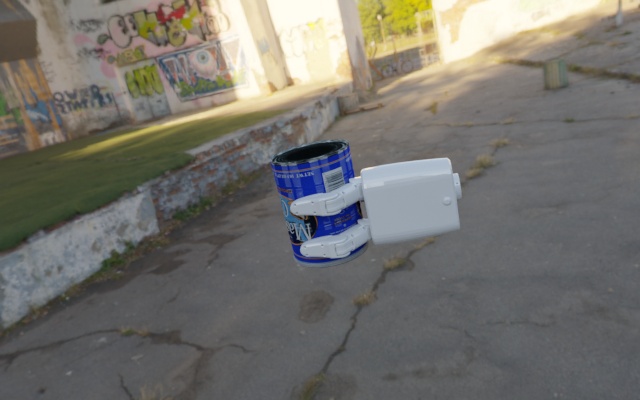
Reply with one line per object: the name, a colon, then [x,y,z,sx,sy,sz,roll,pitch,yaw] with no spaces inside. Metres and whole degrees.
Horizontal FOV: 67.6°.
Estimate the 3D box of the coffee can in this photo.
coffee can: [0.000,0.002,0.622,0.103,0.140,0.102,-12,18,4]
